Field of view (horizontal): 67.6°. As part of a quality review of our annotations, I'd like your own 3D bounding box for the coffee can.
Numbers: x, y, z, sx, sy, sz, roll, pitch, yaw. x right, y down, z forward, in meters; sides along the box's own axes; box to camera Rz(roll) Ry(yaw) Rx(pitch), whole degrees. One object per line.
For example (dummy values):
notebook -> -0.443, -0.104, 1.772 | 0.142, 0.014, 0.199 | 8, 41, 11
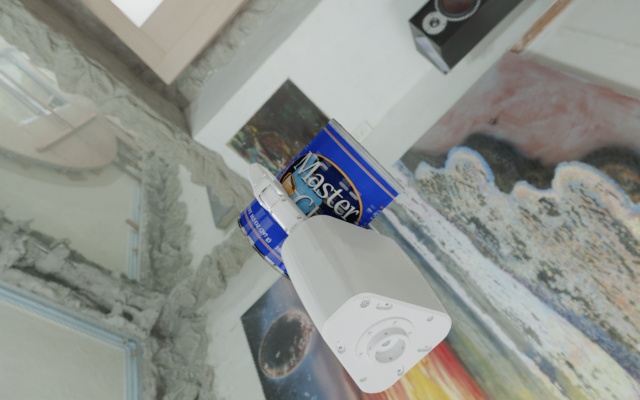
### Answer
coffee can -> 0.000, 0.001, 0.489 | 0.103, 0.140, 0.103 | 44, 8, -8
